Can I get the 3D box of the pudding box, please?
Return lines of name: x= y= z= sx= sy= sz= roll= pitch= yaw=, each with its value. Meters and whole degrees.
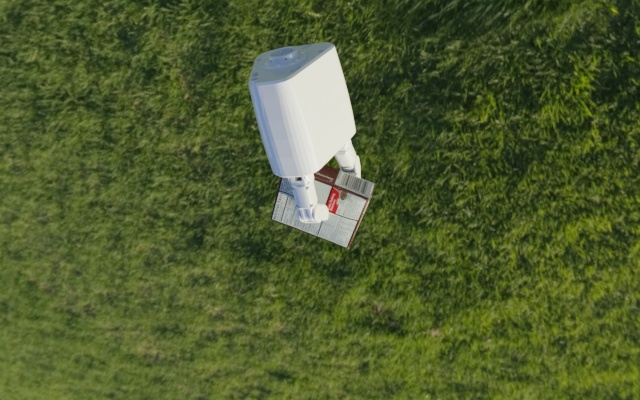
pudding box: x=0.000 y=0.002 z=0.602 sx=0.113 sy=0.090 sz=0.039 roll=22 pitch=40 yaw=3
